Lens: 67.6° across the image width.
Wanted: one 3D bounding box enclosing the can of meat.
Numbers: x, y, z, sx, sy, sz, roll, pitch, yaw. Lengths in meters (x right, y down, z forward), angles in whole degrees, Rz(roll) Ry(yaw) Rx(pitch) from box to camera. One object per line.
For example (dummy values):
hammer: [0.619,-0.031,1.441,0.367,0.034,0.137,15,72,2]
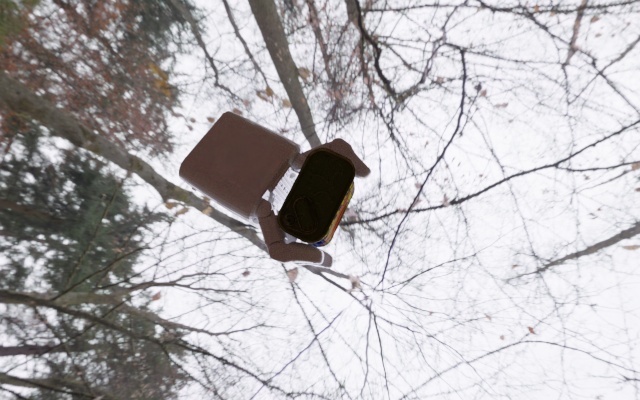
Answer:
can of meat: [0.000,0.002,0.547,0.057,0.102,0.084,25,-7,10]
